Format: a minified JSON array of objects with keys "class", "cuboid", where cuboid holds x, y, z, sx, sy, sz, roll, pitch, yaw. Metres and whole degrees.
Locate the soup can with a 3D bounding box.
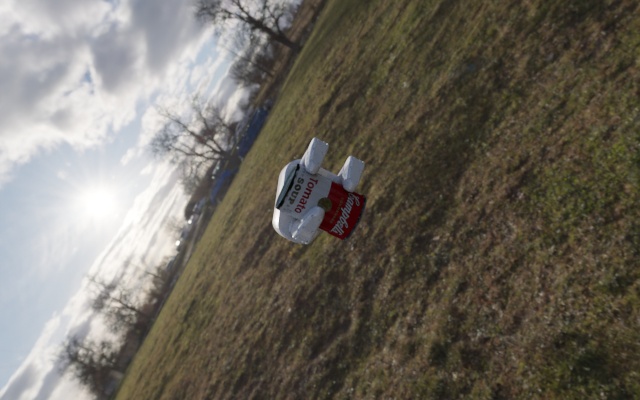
[{"class":"soup can","cuboid":[0.000,0.002,0.628,0.102,0.068,0.068,26,-5,-11]}]
